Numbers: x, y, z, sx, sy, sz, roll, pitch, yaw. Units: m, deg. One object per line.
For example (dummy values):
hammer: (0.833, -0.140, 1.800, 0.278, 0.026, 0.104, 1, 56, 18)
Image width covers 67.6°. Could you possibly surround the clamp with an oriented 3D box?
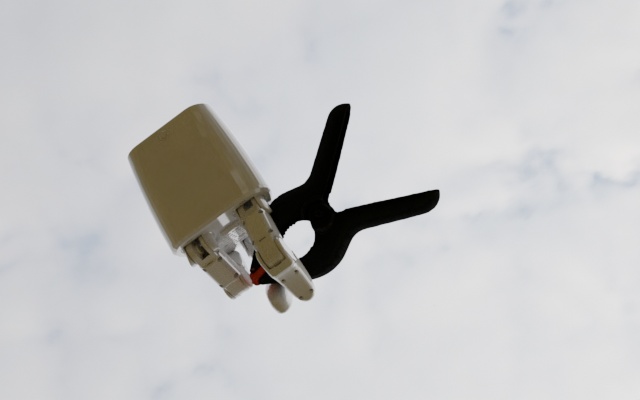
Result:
clamp: (0.000, 0.002, 0.410, 0.171, 0.120, 0.039, -35, -19, 4)
